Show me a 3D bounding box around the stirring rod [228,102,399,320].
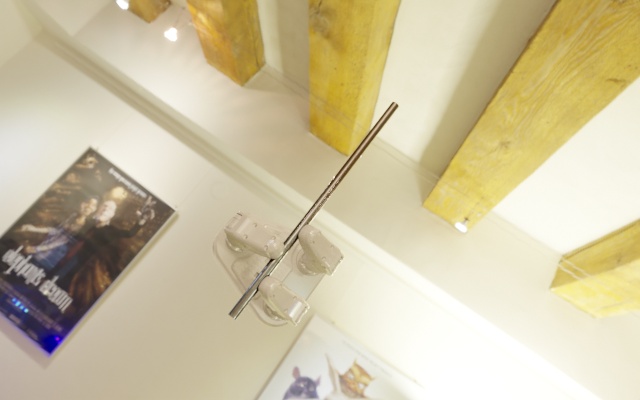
[{"bbox_3d":[0.000,0.001,0.413,0.011,0.239,0.011,34,-17,12],"label":"stirring rod"}]
